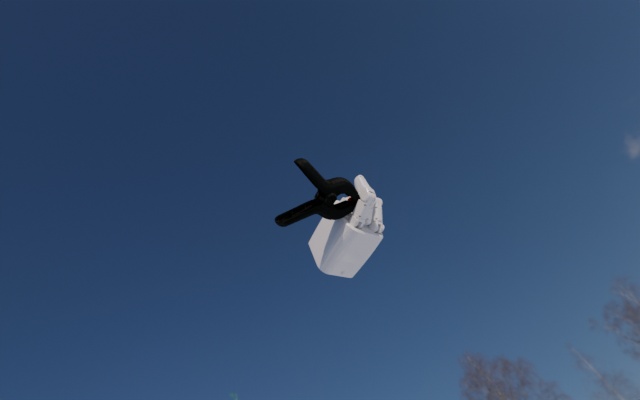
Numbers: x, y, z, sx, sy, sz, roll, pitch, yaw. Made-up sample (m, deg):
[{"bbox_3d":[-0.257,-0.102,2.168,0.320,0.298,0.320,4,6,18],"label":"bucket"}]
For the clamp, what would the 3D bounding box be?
[{"bbox_3d":[0.000,0.002,0.827,0.171,0.120,0.039,18,19,-38],"label":"clamp"}]
